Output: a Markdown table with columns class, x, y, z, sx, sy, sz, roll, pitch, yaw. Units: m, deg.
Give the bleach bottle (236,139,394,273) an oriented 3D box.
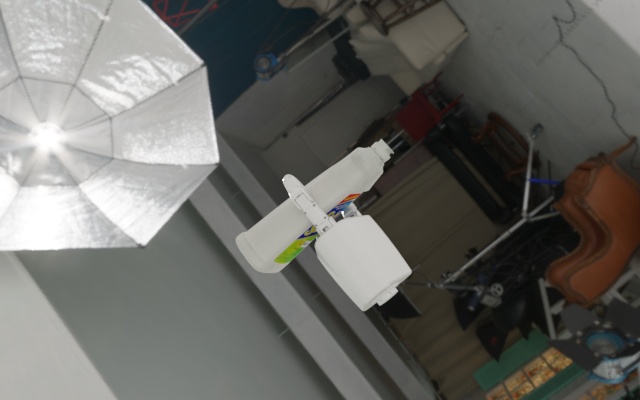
| class | x | y | z | sx | sy | sz | roll | pitch | yaw |
| --- | --- | --- | --- | --- | --- | --- | --- | --- | --- |
| bleach bottle | 0.000 | 0.002 | 0.693 | 0.251 | 0.068 | 0.102 | -41 | -18 | 8 |
